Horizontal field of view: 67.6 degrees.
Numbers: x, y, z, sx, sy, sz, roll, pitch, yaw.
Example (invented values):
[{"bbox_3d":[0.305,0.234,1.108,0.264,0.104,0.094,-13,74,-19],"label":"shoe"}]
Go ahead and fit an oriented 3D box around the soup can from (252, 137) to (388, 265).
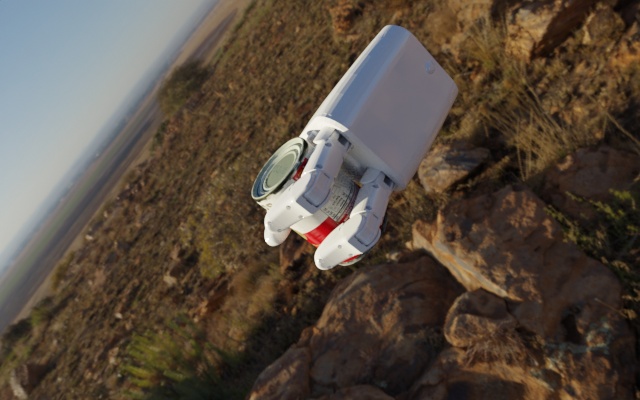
[{"bbox_3d":[0.000,0.002,0.416,0.102,0.068,0.068,39,-19,-25],"label":"soup can"}]
